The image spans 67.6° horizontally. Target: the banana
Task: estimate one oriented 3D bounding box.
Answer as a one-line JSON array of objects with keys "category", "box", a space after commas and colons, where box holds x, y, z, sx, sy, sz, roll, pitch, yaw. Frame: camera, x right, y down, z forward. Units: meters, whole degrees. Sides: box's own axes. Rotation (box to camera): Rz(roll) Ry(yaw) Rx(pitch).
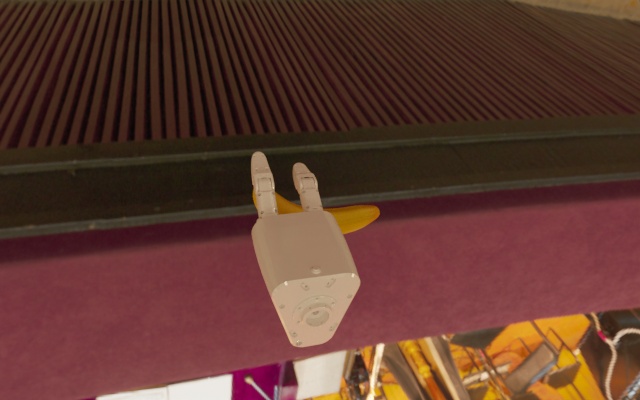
[{"category": "banana", "box": [-0.011, 0.016, 0.642, 0.198, 0.070, 0.037, 17, 26, -27]}]
